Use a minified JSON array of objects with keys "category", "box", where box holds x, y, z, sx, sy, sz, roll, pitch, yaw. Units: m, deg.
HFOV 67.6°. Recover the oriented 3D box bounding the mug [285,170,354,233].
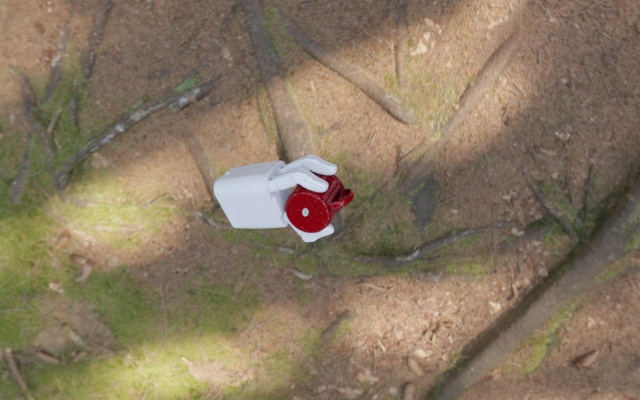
[{"category":"mug","box":[0.001,0.003,0.821,0.117,0.093,0.081,-6,25,22]}]
